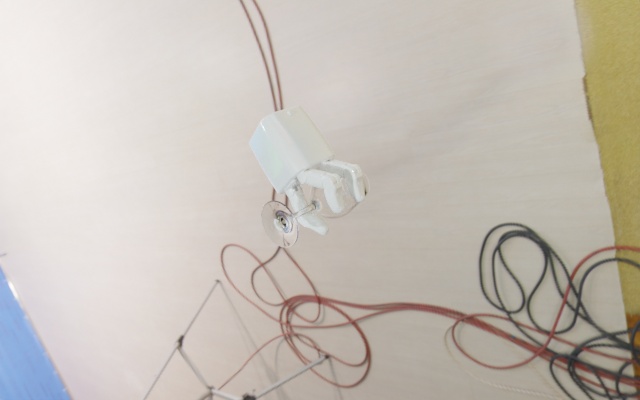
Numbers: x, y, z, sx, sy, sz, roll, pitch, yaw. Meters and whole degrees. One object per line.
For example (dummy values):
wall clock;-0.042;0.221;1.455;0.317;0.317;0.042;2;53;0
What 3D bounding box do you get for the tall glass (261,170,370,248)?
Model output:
tall glass;0.000;0.003;0.774;0.079;0.079;0.201;0;19;41
